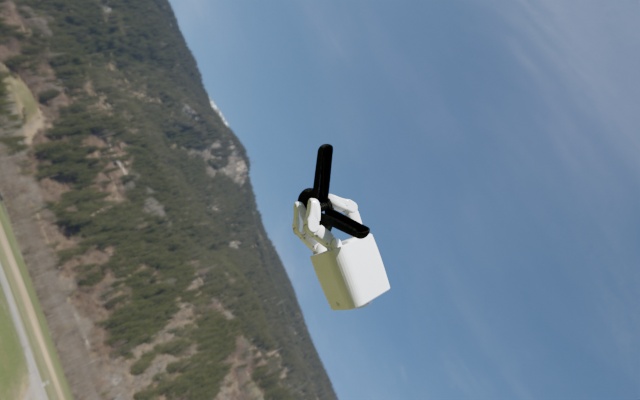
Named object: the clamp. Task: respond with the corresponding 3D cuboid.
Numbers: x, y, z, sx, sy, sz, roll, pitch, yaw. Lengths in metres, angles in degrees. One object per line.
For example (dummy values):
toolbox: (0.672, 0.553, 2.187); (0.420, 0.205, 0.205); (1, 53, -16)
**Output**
clamp: (0.001, 0.003, 0.837); (0.036, 0.164, 0.210); (-17, -5, -29)
